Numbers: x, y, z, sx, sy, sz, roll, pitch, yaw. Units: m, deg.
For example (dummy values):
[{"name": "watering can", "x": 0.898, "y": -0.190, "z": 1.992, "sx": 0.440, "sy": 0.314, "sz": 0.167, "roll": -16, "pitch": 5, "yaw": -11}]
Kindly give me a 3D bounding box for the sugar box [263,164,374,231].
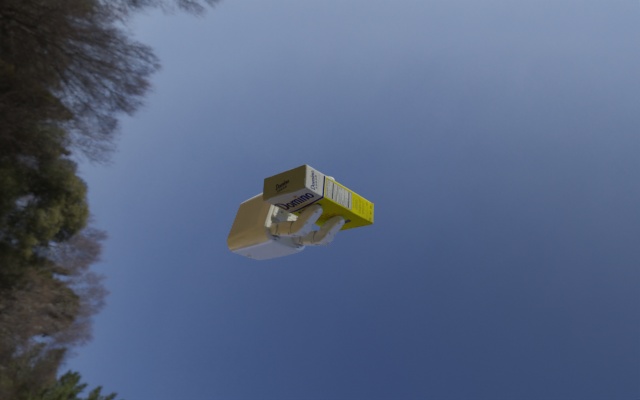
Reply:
[{"name": "sugar box", "x": 0.000, "y": 0.003, "z": 0.776, "sx": 0.093, "sy": 0.048, "sz": 0.176, "roll": -16, "pitch": -27, "yaw": 38}]
